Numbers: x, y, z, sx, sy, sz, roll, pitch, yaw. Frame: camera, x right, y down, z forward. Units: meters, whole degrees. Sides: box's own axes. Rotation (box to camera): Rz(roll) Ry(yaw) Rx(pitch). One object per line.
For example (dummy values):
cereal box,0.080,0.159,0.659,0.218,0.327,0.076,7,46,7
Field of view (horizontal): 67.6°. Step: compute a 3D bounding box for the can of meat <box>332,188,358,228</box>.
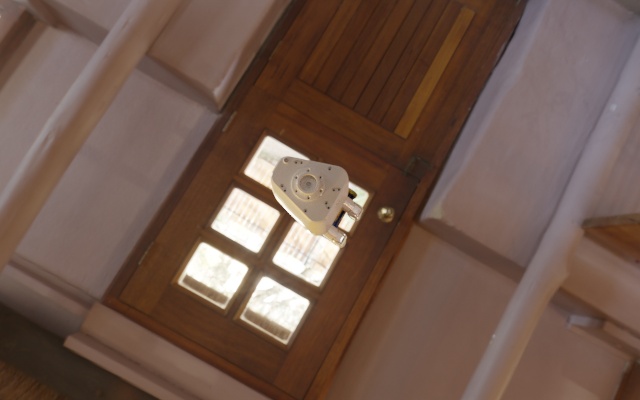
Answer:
can of meat,0.000,0.003,0.837,0.102,0.084,0.057,29,-10,2
